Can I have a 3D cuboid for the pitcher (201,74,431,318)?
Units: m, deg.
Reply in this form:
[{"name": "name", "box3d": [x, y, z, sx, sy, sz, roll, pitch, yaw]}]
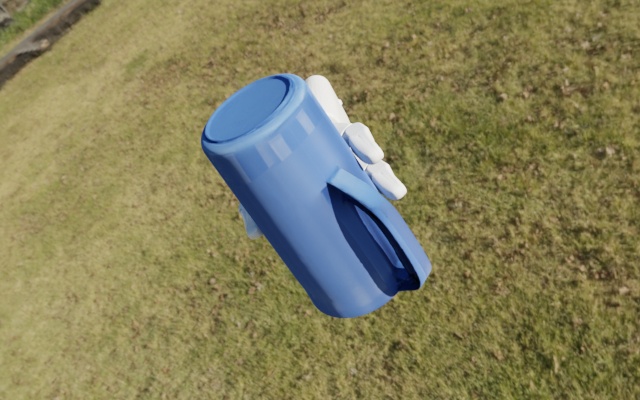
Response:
[{"name": "pitcher", "box3d": [0.000, 0.001, 0.474, 0.149, 0.243, 0.145, -24, 37, 14]}]
